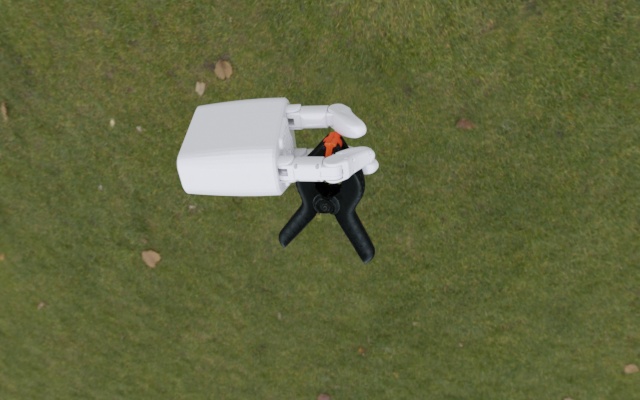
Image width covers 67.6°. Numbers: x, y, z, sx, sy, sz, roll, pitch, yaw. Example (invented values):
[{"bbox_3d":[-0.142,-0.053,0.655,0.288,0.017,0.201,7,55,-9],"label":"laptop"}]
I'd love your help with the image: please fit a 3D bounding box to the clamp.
[{"bbox_3d":[0.000,0.002,0.554,0.120,0.172,0.039,-1,33,9],"label":"clamp"}]
